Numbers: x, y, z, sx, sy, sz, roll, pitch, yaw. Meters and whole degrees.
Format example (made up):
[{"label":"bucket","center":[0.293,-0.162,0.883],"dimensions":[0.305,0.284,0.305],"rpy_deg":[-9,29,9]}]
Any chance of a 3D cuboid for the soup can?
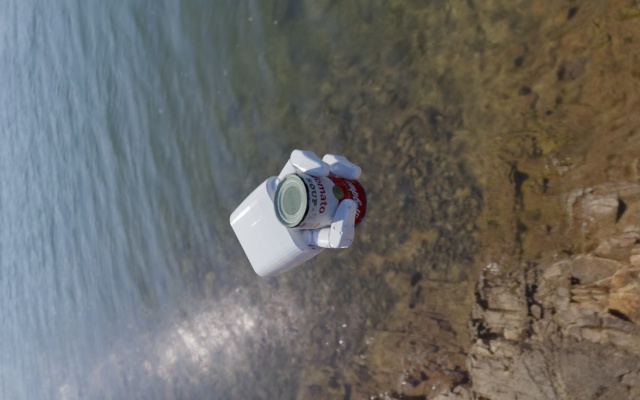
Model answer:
[{"label":"soup can","center":[0.000,0.002,0.601],"dimensions":[0.102,0.068,0.068],"rpy_deg":[3,-2,-42]}]
